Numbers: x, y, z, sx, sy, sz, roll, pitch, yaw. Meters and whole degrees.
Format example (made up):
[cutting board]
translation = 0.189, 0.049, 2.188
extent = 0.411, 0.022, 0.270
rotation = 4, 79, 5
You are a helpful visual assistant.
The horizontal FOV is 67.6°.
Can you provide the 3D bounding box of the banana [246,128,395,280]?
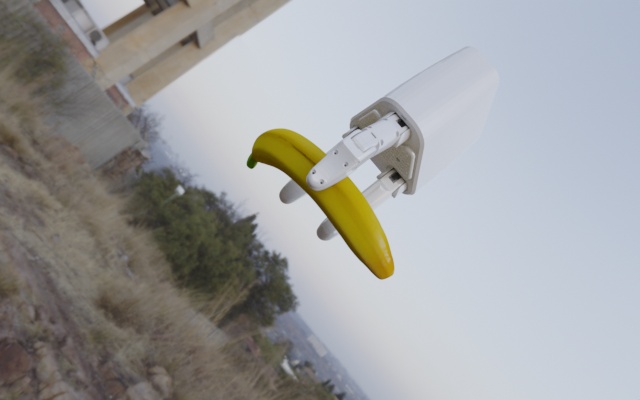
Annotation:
[banana]
translation = -0.003, -0.013, 0.420
extent = 0.037, 0.070, 0.197
rotation = -33, 54, -23
